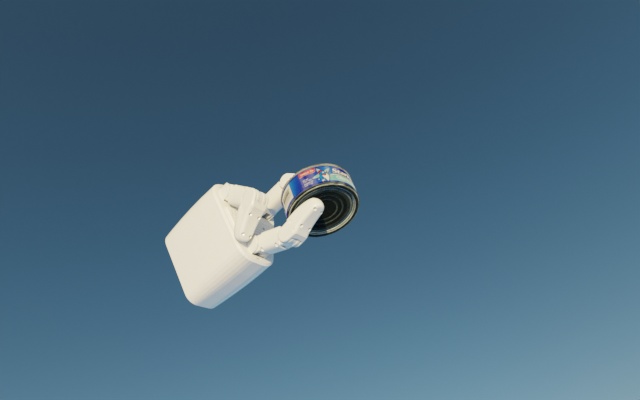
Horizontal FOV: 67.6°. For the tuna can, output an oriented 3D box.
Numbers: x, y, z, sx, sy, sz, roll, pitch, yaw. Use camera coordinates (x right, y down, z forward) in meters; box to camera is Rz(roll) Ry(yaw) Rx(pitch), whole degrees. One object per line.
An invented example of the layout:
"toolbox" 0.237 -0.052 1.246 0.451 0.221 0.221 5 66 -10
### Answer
"tuna can" 0.000 0.002 0.541 0.086 0.086 0.033 0 42 -22
